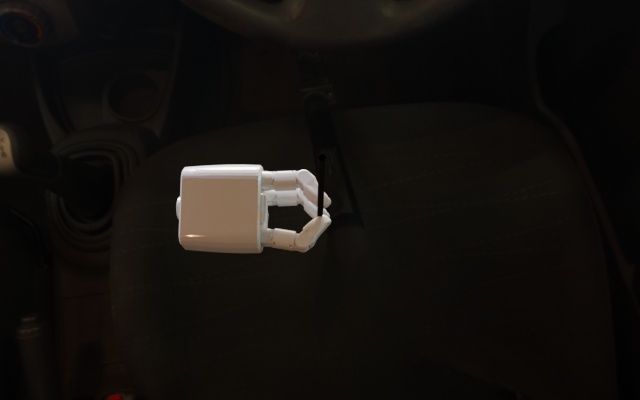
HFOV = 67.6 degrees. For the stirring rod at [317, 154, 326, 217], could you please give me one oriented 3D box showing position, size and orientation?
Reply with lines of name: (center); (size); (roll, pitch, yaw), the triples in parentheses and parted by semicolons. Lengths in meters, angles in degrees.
stirring rod: (0.000, 0.002, 0.606); (0.011, 0.011, 0.240); (0, -23, -1)
